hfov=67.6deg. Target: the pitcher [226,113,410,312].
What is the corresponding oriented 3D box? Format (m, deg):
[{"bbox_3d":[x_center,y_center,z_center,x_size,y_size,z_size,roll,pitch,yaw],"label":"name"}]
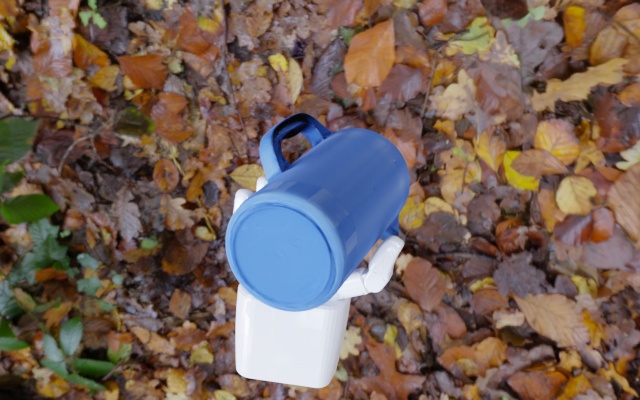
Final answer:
[{"bbox_3d":[0.000,0.002,0.491,0.149,0.145,0.242,13,21,16],"label":"pitcher"}]
